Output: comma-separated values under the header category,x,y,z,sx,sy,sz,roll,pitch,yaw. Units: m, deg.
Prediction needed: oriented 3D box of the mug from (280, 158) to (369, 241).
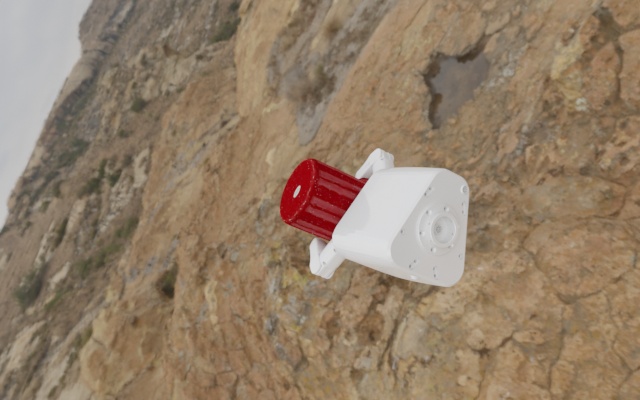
category,x,y,z,sx,sy,sz,roll,pitch,yaw
mug,-0.001,0.002,0.572,0.081,0.093,0.117,23,-11,-24
